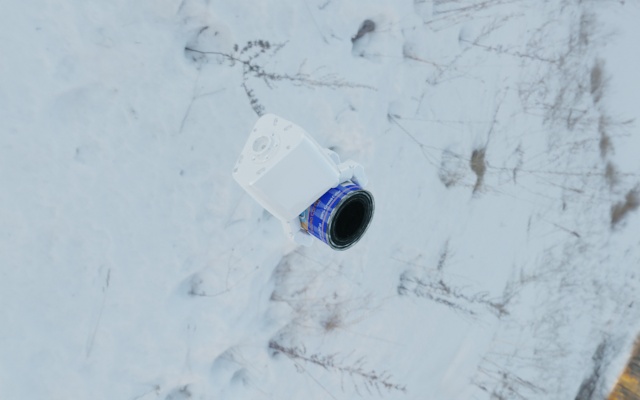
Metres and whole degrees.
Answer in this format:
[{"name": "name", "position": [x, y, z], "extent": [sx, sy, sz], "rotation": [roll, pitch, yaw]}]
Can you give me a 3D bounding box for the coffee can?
[{"name": "coffee can", "position": [0.000, 0.003, 0.754], "extent": [0.103, 0.103, 0.140], "rotation": [0, 23, -47]}]
